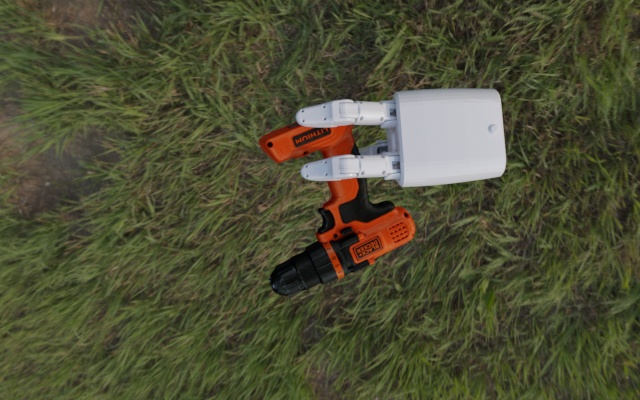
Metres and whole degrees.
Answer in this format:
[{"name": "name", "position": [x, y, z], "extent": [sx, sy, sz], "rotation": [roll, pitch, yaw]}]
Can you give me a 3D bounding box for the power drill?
[{"name": "power drill", "position": [0.000, 0.001, 0.547], "extent": [0.184, 0.188, 0.057], "rotation": [-25, 17, -8]}]
